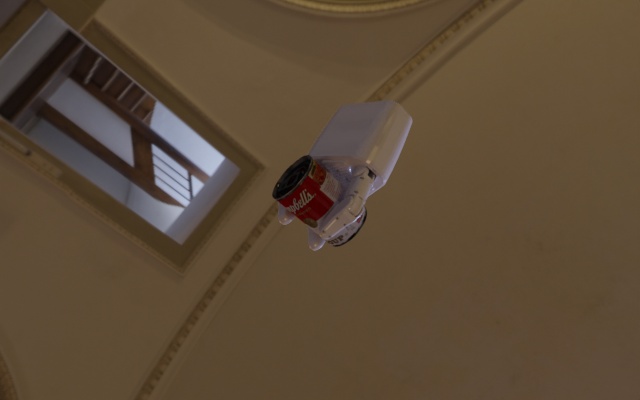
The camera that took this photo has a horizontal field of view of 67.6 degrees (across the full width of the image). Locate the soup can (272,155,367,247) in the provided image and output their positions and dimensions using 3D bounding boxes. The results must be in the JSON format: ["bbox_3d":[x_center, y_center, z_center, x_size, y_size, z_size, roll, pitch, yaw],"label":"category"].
[{"bbox_3d":[0.000,0.002,0.592,0.102,0.068,0.068,41,-19,-23],"label":"soup can"}]
